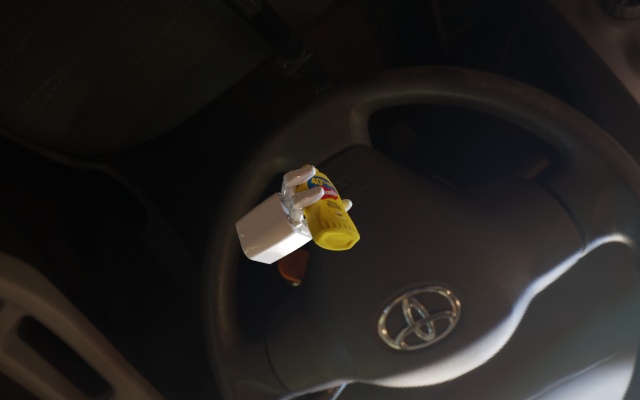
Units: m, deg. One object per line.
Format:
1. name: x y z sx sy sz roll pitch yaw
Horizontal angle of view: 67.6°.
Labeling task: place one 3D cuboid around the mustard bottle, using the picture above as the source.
1. mustard bottle: 0.000 0.003 0.899 0.096 0.191 0.058 14 -52 -38
